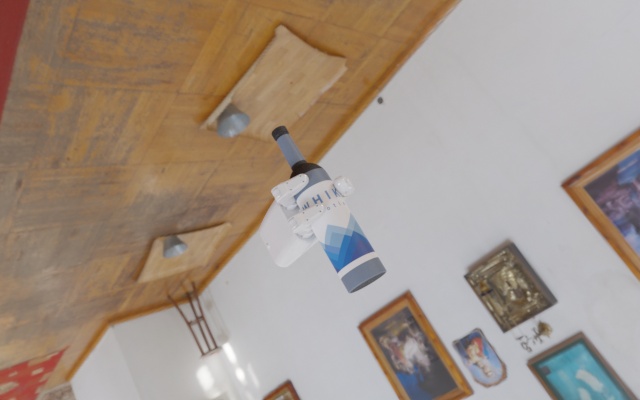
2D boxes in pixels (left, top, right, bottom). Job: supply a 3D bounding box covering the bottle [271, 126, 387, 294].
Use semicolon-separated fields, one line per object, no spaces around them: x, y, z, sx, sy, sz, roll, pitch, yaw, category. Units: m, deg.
0.000;0.003;0.761;0.069;0.295;0.069;-27;-18;-10;bottle
